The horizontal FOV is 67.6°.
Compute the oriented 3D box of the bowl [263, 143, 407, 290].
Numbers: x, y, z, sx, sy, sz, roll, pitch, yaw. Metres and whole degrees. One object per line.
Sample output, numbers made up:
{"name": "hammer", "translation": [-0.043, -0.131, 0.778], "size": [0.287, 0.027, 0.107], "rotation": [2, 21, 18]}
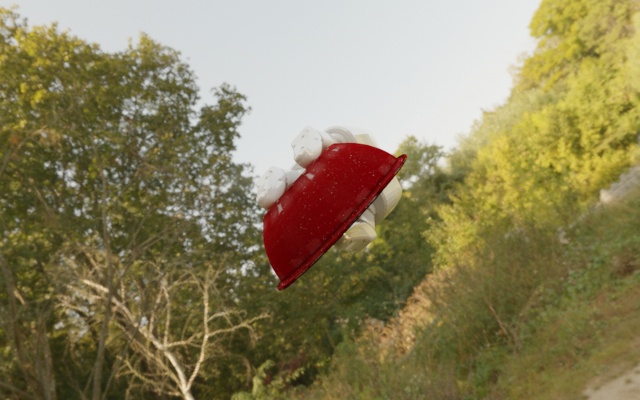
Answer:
{"name": "bowl", "translation": [0.000, 0.001, 0.419], "size": [0.055, 0.162, 0.162], "rotation": [43, -2, -2]}
